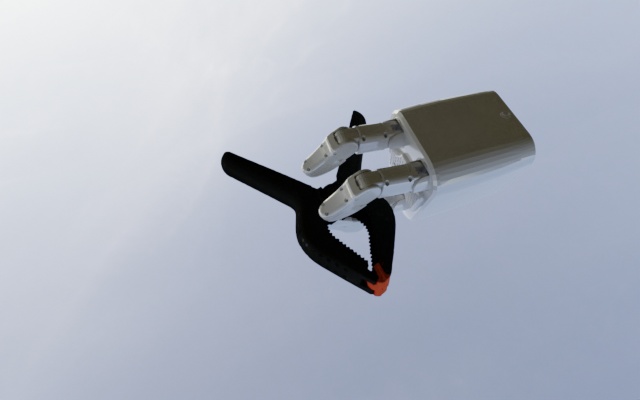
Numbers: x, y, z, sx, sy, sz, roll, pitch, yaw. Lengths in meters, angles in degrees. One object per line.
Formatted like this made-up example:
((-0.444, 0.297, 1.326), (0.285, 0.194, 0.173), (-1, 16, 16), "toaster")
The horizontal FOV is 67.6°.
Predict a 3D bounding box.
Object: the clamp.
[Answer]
((0.000, 0.002, 0.463), (0.164, 0.209, 0.036), (-15, -35, -10), "clamp")
